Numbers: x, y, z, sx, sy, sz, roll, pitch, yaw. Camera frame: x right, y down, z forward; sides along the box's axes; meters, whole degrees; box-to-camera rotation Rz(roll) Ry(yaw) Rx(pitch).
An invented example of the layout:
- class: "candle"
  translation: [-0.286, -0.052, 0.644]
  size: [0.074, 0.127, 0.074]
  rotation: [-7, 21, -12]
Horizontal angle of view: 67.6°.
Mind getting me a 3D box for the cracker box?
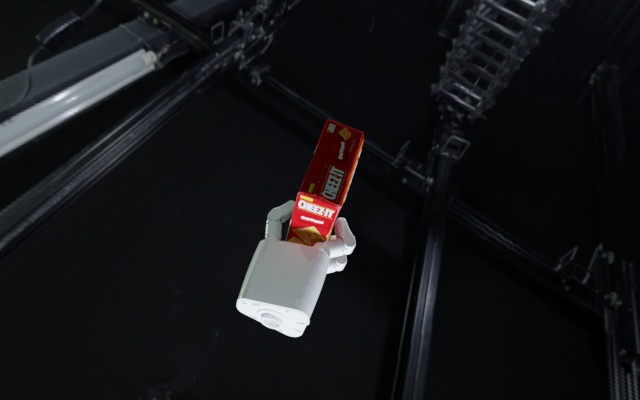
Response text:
- class: "cracker box"
  translation: [0.000, 0.003, 0.787]
  size: [0.072, 0.164, 0.214]
  rotation: [19, -38, 0]
